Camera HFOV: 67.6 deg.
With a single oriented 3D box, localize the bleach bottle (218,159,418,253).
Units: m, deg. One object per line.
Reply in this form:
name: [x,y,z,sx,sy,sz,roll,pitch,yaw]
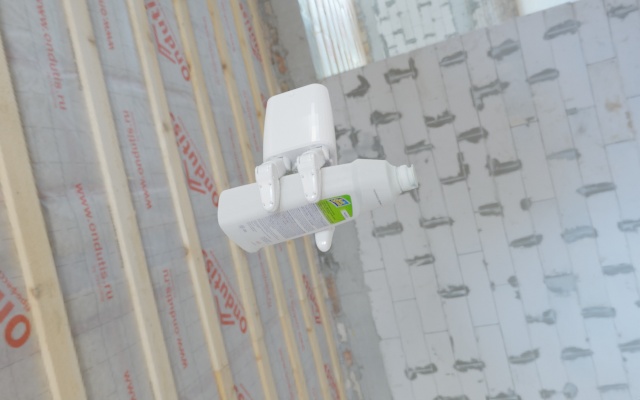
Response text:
bleach bottle: [0.000,0.002,0.615,0.251,0.068,0.103,-13,-33,17]
